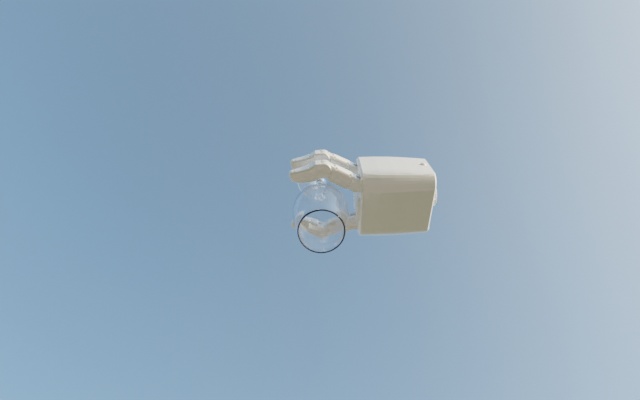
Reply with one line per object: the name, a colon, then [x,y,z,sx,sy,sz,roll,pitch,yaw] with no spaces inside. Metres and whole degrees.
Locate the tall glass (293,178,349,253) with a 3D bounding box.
tall glass: [0.000,0.002,0.695,0.079,0.079,0.201,0,22,0]
